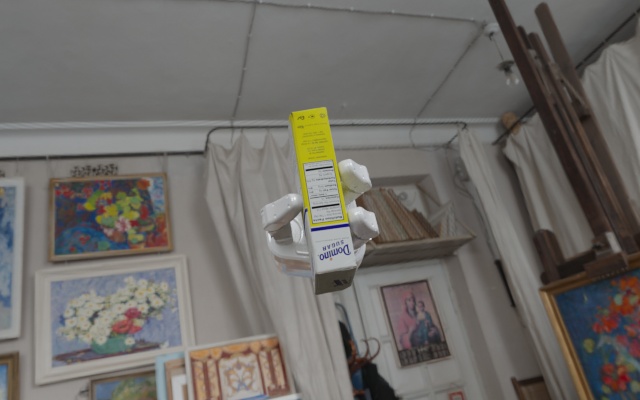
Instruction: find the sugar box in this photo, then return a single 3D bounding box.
[{"bbox_3d":[0.001,0.002,0.503,0.048,0.176,0.093,-10,-22,-5],"label":"sugar box"}]
